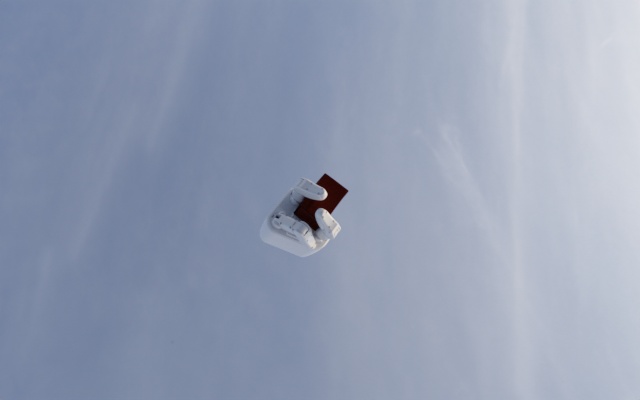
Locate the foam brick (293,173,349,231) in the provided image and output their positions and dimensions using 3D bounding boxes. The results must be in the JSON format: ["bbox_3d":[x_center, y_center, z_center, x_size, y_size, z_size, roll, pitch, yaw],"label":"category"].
[{"bbox_3d":[0.000,0.003,0.818,0.053,0.078,0.051,39,-23,-2],"label":"foam brick"}]
